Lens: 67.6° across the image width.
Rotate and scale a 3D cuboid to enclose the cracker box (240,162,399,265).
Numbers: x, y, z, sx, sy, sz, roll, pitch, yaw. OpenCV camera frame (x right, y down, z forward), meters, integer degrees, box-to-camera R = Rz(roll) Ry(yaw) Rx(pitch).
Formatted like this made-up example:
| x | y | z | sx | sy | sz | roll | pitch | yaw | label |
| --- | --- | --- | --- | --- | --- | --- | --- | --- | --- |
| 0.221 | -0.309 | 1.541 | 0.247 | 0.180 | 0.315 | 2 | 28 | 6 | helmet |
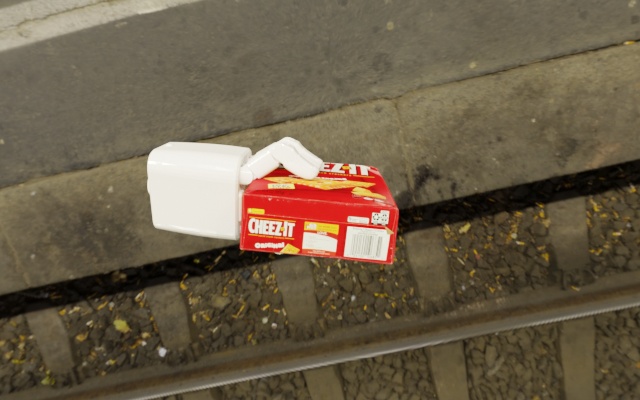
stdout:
| x | y | z | sx | sy | sz | roll | pitch | yaw | label |
| --- | --- | --- | --- | --- | --- | --- | --- | --- | --- |
| 0.000 | 0.002 | 0.591 | 0.164 | 0.072 | 0.213 | 5 | 15 | 0 | cracker box |
